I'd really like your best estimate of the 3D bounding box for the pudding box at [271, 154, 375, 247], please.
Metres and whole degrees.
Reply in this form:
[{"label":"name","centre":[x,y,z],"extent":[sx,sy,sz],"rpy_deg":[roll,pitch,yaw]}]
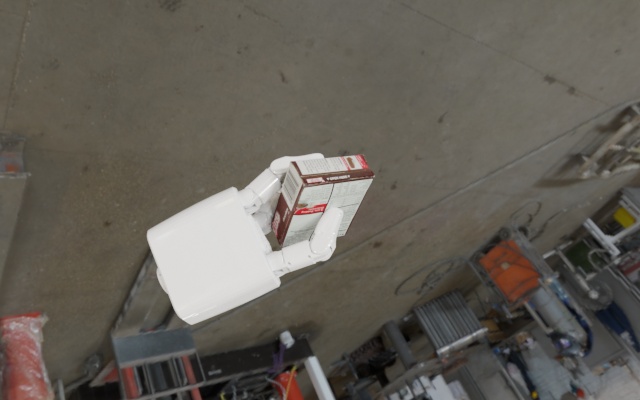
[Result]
[{"label":"pudding box","centre":[0.000,0.002,0.541],"extent":[0.090,0.039,0.114],"rpy_deg":[-9,-35,-27]}]
